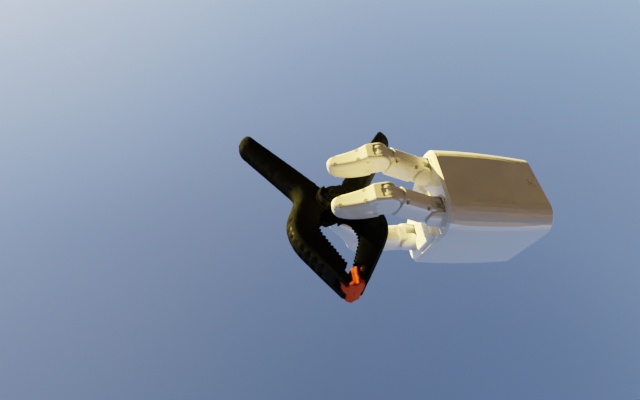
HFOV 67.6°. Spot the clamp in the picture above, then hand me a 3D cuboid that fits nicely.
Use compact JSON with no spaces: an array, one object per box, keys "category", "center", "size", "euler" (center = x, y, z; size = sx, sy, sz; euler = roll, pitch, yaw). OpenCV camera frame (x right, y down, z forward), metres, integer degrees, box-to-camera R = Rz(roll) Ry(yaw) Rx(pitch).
[{"category":"clamp","center":[0.000,0.002,0.465],"size":[0.164,0.209,0.036],"euler":[1,-43,-6]}]
